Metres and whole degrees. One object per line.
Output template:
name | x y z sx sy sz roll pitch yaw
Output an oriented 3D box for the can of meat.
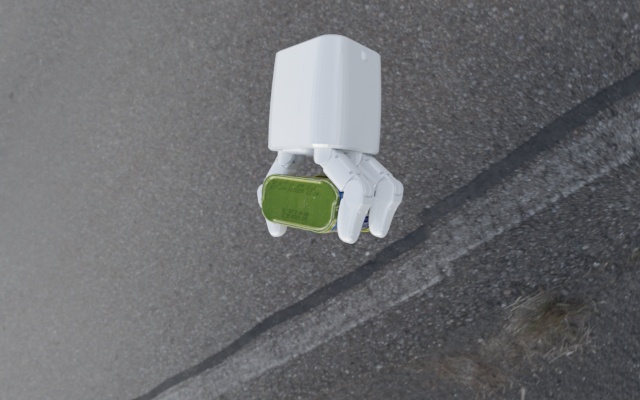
can of meat | 0.000 0.002 0.503 0.102 0.057 0.084 8 4 36
